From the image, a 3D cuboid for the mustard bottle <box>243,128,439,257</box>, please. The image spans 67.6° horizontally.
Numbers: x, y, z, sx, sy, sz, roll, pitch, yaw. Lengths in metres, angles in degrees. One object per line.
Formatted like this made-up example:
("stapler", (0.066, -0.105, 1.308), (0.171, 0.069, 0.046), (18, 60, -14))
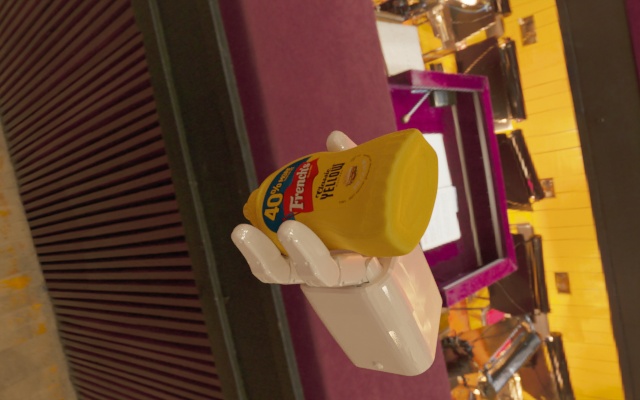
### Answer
("mustard bottle", (0.000, 0.001, 0.401), (0.191, 0.096, 0.058), (-8, -37, 44))
